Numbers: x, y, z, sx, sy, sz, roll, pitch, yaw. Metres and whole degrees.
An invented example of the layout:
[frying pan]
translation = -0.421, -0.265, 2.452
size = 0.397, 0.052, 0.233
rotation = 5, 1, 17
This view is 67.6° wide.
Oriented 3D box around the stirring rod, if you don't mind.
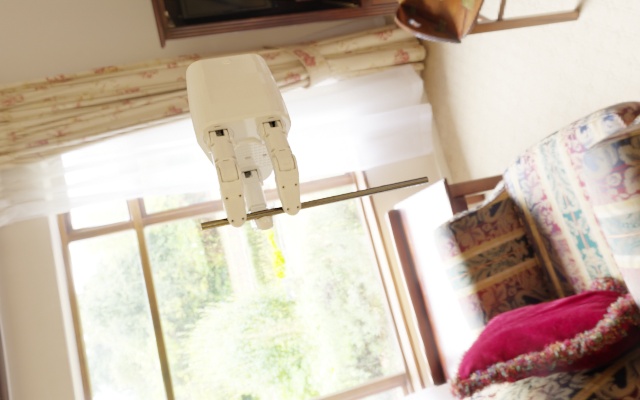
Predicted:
[stirring rod]
translation = 0.000, 0.002, 0.487
size = 0.239, 0.011, 0.011
rotation = -12, 3, -13
